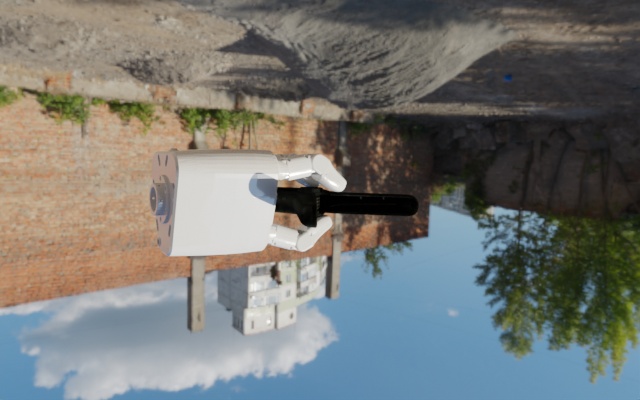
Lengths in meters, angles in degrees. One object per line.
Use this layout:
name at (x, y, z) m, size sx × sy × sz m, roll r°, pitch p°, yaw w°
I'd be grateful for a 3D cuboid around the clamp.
clamp at (0.000, 0.003, 0.576) m, size 0.164 × 0.036 × 0.210 m, roll -2°, pitch 6°, yaw -33°
